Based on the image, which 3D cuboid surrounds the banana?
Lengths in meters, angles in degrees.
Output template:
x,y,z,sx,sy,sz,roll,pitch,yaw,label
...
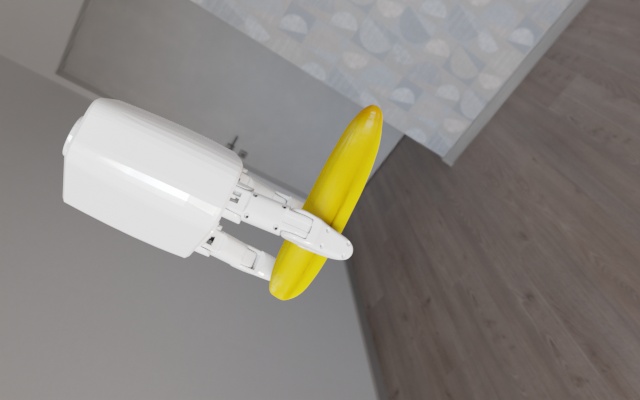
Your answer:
x,y,z,sx,sy,sz,roll,pitch,yaw,label
0.001,0.009,0.399,0.037,0.198,0.069,26,11,-14,banana
